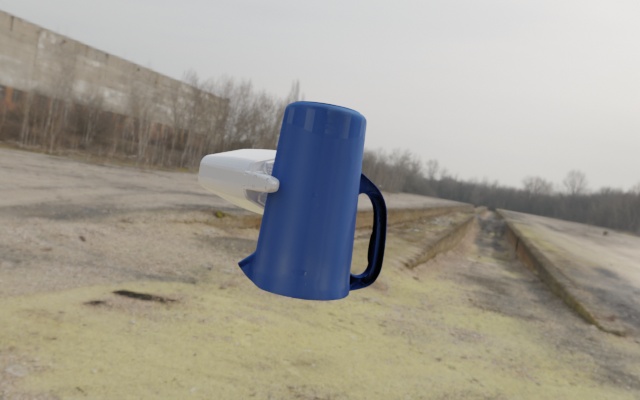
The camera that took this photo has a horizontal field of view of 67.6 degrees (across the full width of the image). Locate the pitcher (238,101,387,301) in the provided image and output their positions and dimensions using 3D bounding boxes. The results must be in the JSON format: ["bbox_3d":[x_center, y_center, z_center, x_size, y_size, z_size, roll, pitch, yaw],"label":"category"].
[{"bbox_3d":[0.000,0.002,0.627,0.145,0.243,0.149,11,4,37],"label":"pitcher"}]
